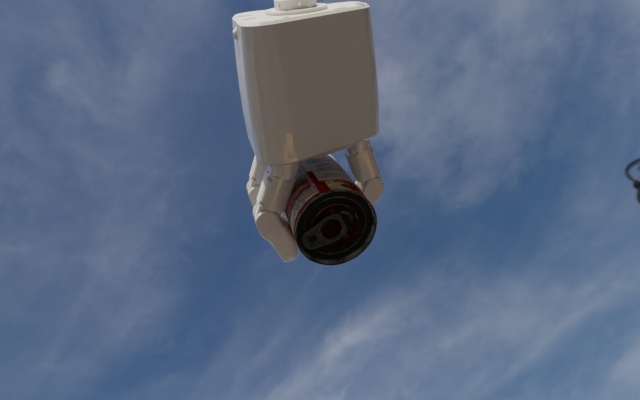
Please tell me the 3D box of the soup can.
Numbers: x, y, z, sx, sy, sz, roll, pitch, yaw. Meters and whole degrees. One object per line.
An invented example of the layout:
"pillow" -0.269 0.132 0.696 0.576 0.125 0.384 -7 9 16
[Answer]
"soup can" 0.000 0.002 0.422 0.068 0.068 0.102 0 25 -16
